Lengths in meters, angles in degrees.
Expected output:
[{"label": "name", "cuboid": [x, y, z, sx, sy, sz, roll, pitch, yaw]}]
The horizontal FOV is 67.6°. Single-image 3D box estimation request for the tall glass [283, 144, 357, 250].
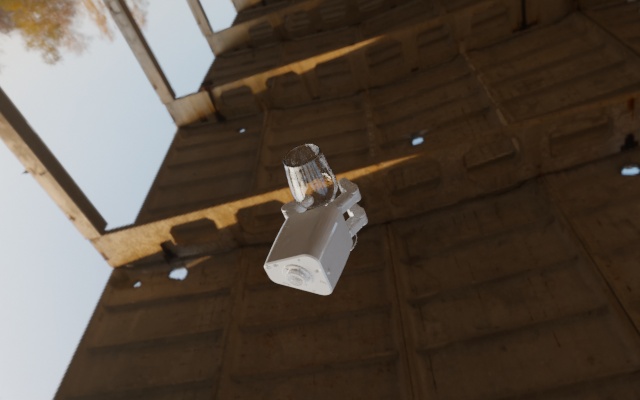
[{"label": "tall glass", "cuboid": [0.000, 0.003, 0.809, 0.079, 0.201, 0.079, -14, 36, 11]}]
